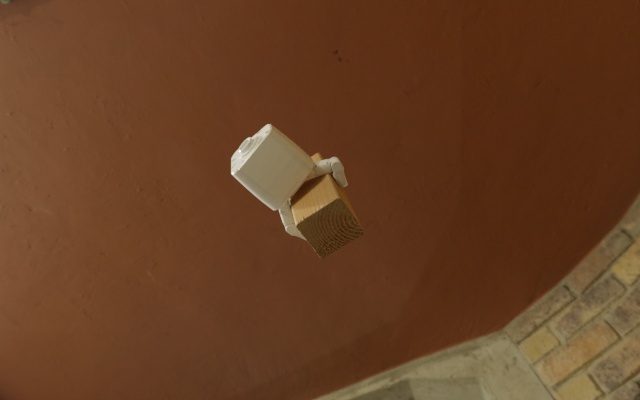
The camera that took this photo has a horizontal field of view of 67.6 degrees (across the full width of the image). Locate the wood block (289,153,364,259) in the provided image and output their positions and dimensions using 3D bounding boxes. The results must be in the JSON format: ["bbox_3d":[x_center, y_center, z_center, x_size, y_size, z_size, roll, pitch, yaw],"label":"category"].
[{"bbox_3d":[0.000,0.002,0.896,0.091,0.090,0.206,-32,28,7],"label":"wood block"}]
